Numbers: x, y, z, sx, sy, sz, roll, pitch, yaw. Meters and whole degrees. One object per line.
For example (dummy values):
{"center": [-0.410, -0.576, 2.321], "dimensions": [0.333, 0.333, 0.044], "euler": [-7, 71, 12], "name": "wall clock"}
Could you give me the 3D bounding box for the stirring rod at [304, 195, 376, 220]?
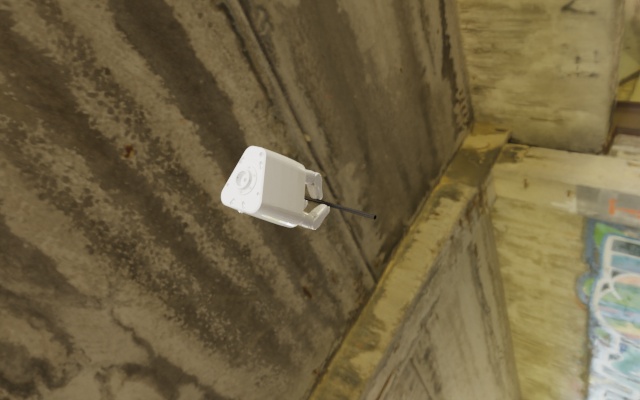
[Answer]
{"center": [0.000, 0.003, 0.881], "dimensions": [0.239, 0.011, 0.011], "euler": [16, 9, 37], "name": "stirring rod"}
